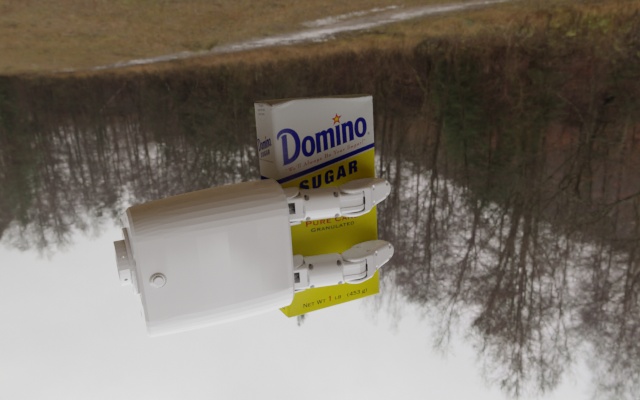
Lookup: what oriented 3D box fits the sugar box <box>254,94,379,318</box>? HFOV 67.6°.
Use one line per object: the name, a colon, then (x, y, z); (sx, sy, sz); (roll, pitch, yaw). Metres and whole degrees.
sugar box: (0.000, 0.002, 0.406); (0.093, 0.176, 0.048); (-10, 16, -25)
